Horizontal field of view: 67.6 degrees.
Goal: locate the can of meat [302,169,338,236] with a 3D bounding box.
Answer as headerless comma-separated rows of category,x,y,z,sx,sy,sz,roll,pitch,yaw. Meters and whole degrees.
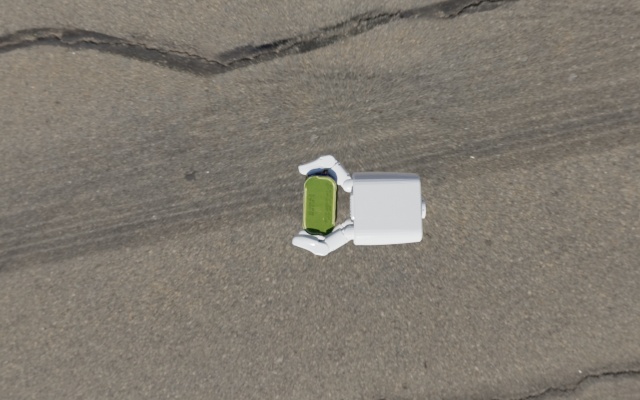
can of meat,0.000,0.003,0.787,0.057,0.102,0.084,2,10,2
